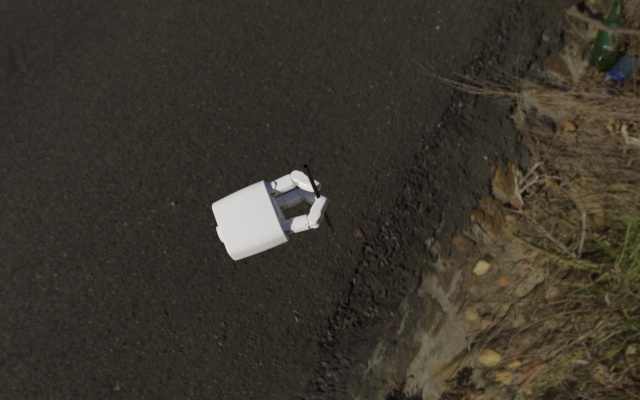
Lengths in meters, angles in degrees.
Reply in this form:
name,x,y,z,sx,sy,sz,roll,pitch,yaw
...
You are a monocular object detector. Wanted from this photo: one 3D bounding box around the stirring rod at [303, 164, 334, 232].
name,x,y,z,sx,sy,sz,roll,pitch,yaw
stirring rod,0.000,0.003,0.877,0.011,0.011,0.240,0,-29,13
